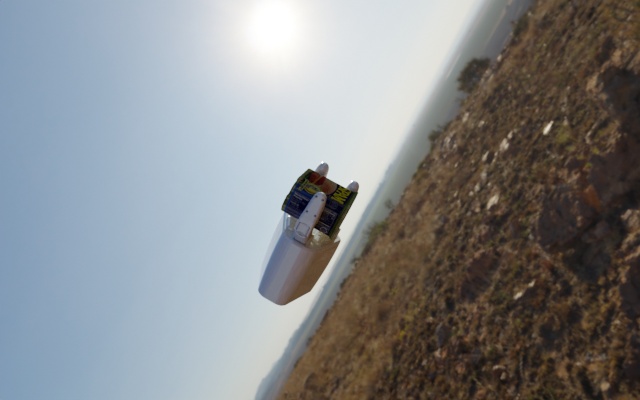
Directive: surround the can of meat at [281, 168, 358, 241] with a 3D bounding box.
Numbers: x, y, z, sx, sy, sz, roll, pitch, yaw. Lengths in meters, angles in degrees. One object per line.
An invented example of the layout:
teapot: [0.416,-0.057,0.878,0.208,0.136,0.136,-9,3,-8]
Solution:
can of meat: [0.000,0.002,0.686,0.084,0.057,0.102,28,22,5]
